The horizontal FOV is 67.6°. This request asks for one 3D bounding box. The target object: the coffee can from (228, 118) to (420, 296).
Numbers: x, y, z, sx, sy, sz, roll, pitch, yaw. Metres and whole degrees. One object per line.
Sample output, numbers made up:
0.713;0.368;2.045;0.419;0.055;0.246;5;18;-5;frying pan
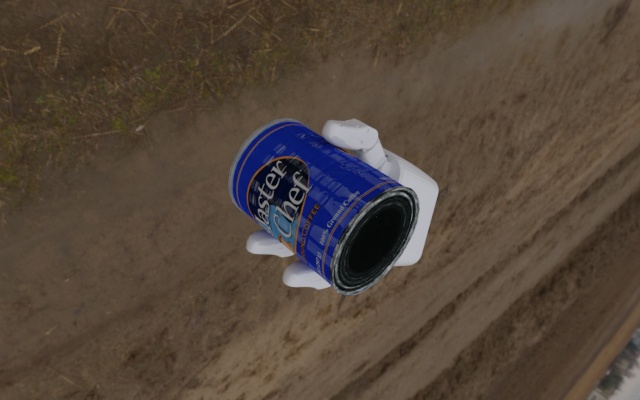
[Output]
0.000;0.001;0.422;0.140;0.103;0.103;36;22;35;coffee can
